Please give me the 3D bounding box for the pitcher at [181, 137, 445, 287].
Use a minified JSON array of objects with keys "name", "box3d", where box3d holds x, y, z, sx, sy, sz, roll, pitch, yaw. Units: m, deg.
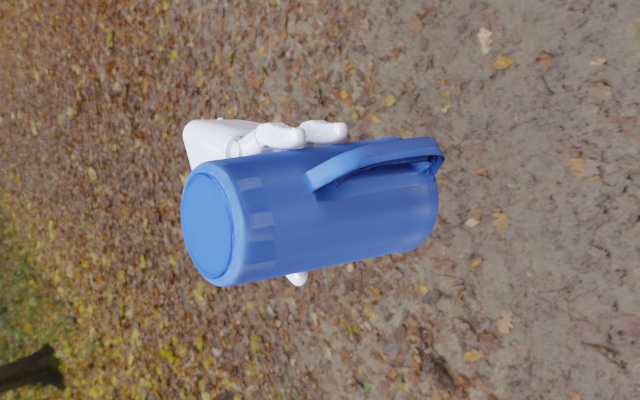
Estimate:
[{"name":"pitcher","box3d":[0.000,0.002,0.468,0.243,0.149,0.145,-9,23,-40]}]
